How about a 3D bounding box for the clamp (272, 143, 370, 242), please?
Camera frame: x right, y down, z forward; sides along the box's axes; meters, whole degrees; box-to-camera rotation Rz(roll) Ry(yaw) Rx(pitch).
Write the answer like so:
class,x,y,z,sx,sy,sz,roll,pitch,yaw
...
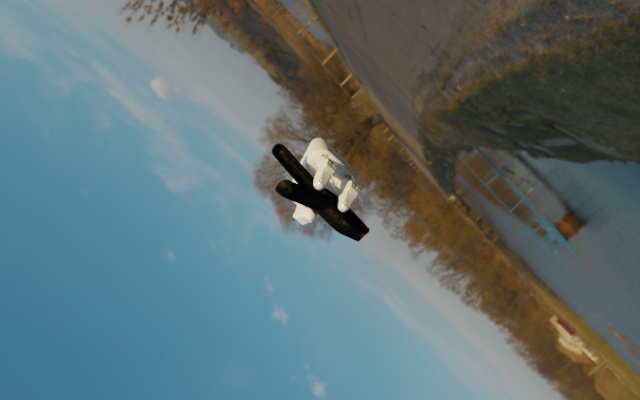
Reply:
class,x,y,z,sx,sy,sz,roll,pitch,yaw
clamp,0.000,0.003,0.768,0.210,0.036,0.164,41,16,-17
